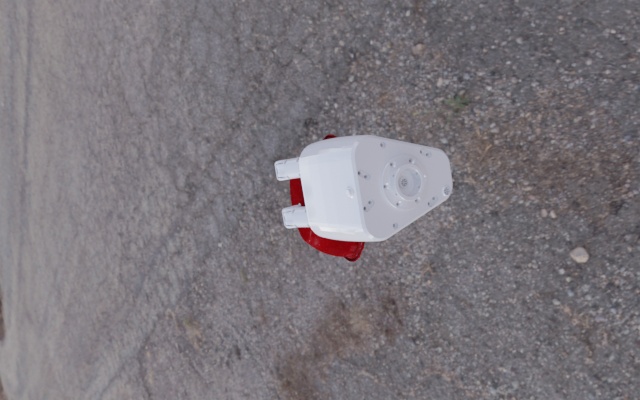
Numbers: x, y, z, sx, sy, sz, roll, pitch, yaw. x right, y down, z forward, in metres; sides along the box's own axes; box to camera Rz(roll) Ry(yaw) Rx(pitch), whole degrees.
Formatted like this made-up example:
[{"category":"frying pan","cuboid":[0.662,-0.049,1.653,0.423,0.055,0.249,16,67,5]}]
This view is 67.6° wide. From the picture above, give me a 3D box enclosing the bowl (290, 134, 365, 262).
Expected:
[{"category":"bowl","cuboid":[-0.001,0.002,0.593,0.055,0.162,0.162,-11,3,-15]}]
